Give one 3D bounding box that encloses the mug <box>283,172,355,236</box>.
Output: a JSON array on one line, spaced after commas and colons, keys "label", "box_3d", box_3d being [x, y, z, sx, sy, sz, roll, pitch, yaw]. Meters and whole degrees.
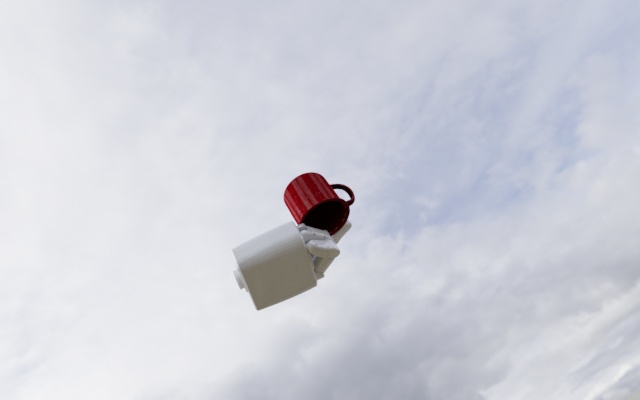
[{"label": "mug", "box_3d": [0.001, 0.002, 0.794, 0.117, 0.093, 0.081, -22, 49, -15]}]
